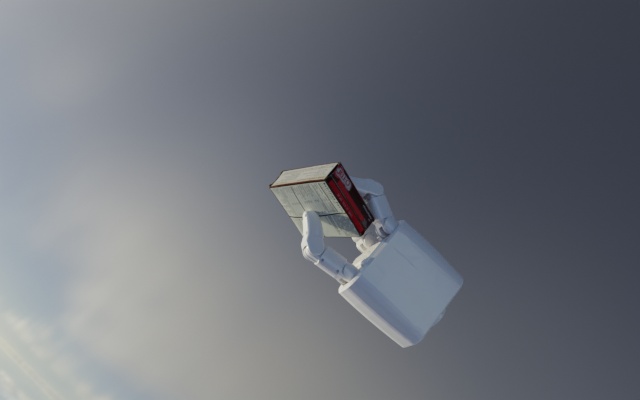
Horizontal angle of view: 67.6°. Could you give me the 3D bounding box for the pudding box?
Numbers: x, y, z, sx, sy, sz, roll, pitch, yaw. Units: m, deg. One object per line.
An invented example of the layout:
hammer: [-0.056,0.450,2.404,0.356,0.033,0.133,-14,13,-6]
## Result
pudding box: [0.000,0.002,0.595,0.113,0.090,0.039,-6,35,46]
